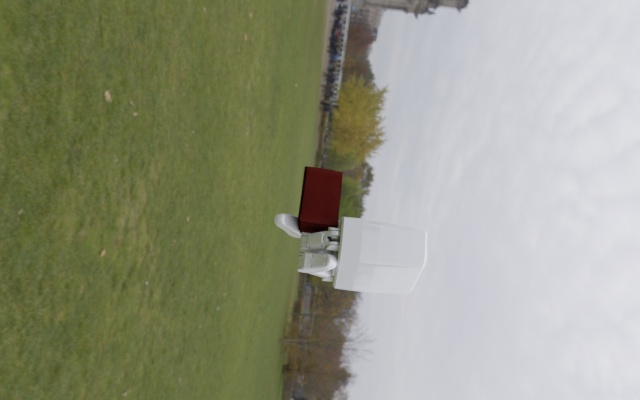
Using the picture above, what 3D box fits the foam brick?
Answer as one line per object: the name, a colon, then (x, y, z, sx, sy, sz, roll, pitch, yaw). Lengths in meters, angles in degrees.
foam brick: (0.000, 0.002, 0.636, 0.051, 0.078, 0.053, 6, -18, 2)
